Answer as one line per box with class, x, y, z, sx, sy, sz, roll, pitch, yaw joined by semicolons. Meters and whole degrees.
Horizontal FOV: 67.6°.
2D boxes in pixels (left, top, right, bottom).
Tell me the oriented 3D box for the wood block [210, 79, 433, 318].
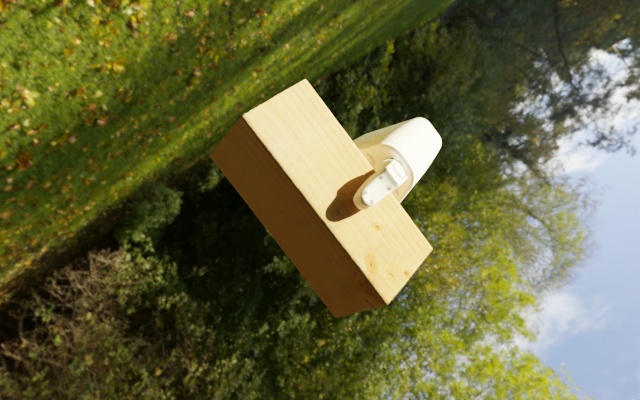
wood block;0.001;0.001;0.468;0.090;0.206;0.091;-40;4;-37
